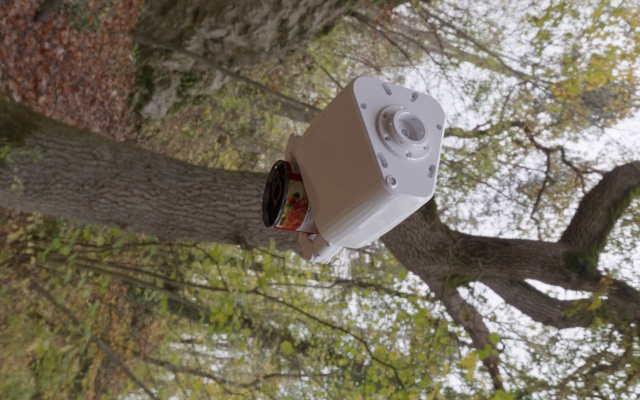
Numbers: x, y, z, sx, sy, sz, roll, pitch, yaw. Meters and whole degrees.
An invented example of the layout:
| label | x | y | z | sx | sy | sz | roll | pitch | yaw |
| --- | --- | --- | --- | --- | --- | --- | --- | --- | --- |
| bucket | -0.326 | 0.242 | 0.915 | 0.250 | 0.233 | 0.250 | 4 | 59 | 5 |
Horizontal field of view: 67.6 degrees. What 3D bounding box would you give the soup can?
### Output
| label | x | y | z | sx | sy | sz | roll | pitch | yaw |
| --- | --- | --- | --- | --- | --- | --- | --- | --- | --- |
| soup can | 0.000 | 0.002 | 0.483 | 0.102 | 0.068 | 0.068 | 10 | -4 | -23 |
